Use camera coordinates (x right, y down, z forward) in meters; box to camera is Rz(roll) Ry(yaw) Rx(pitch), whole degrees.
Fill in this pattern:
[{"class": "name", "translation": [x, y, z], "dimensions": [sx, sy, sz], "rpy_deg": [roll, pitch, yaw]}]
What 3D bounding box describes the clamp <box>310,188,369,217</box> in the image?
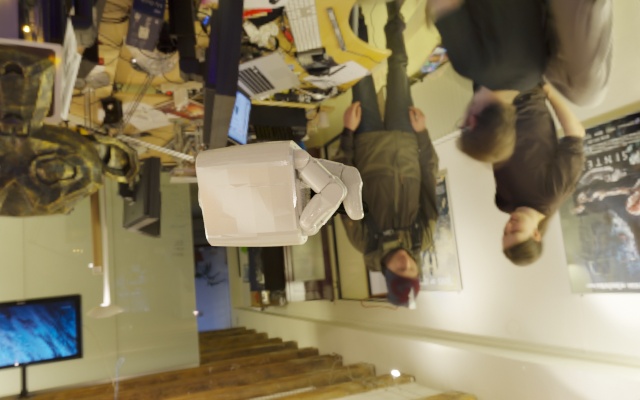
[{"class": "clamp", "translation": [0.000, 0.003, 0.626], "dimensions": [0.120, 0.039, 0.171], "rpy_deg": [-1, -7, 8]}]
